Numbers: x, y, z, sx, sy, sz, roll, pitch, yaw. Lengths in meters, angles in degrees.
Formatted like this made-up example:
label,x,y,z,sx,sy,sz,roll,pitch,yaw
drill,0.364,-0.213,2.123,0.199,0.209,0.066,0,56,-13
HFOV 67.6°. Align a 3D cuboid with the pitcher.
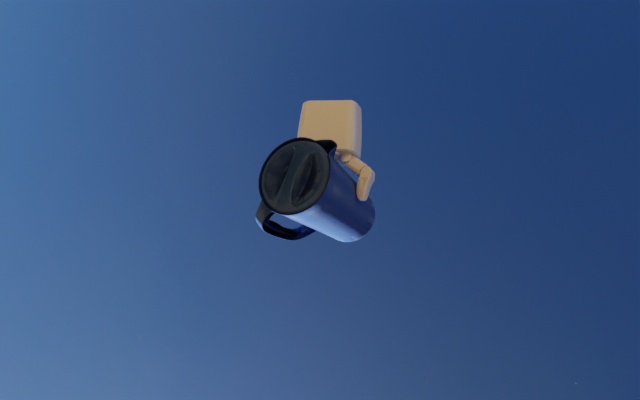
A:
label,x,y,z,sx,sy,sz,roll,pitch,yaw
pitcher,0.000,0.003,0.854,0.149,0.145,0.243,-5,-21,26
